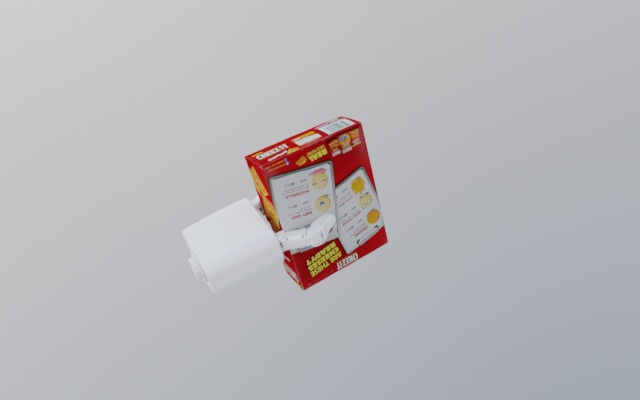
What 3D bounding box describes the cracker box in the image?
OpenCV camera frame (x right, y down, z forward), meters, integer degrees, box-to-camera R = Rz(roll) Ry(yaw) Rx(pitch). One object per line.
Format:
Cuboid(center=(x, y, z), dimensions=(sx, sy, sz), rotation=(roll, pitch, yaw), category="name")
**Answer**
Cuboid(center=(0.000, 0.002, 0.719), dimensions=(0.164, 0.214, 0.072), rotation=(-27, 30, -19), category="cracker box")
